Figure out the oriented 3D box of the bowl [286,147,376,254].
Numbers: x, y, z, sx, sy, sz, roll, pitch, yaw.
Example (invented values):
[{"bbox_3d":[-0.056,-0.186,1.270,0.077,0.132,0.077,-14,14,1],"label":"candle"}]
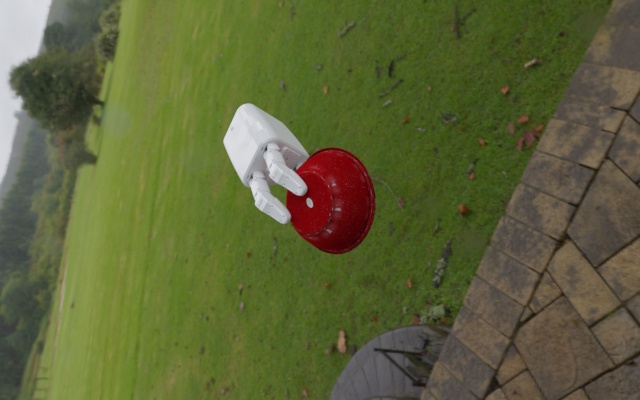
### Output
[{"bbox_3d":[0.001,0.003,0.699,0.162,0.162,0.055,0,3,42],"label":"bowl"}]
